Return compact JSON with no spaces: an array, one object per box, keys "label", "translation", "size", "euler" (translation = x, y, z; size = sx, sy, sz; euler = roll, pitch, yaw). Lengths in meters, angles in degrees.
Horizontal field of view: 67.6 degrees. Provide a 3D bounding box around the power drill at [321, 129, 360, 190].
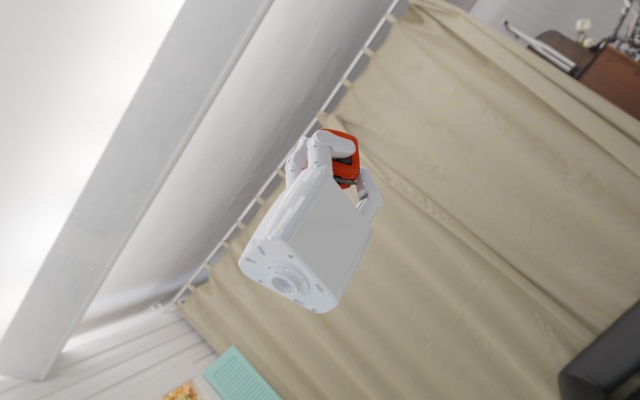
[{"label":"power drill","translation":[0.000,0.002,0.648],"size":[0.057,0.188,0.184],"euler":[12,33,-7]}]
